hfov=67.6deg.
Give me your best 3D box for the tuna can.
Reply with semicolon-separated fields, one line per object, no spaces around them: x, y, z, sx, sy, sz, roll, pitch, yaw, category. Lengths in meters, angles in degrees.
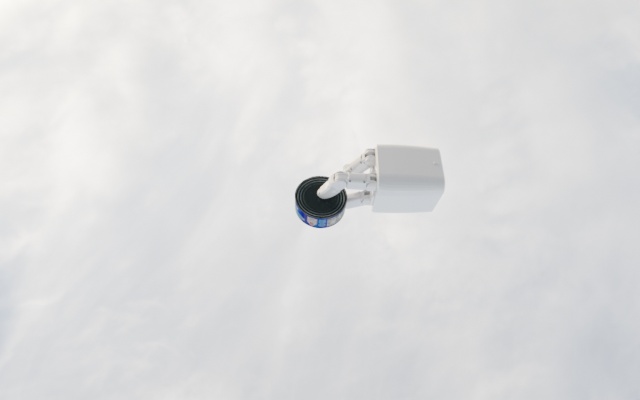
0.000;0.003;0.785;0.086;0.086;0.034;0;-36;-4;tuna can
